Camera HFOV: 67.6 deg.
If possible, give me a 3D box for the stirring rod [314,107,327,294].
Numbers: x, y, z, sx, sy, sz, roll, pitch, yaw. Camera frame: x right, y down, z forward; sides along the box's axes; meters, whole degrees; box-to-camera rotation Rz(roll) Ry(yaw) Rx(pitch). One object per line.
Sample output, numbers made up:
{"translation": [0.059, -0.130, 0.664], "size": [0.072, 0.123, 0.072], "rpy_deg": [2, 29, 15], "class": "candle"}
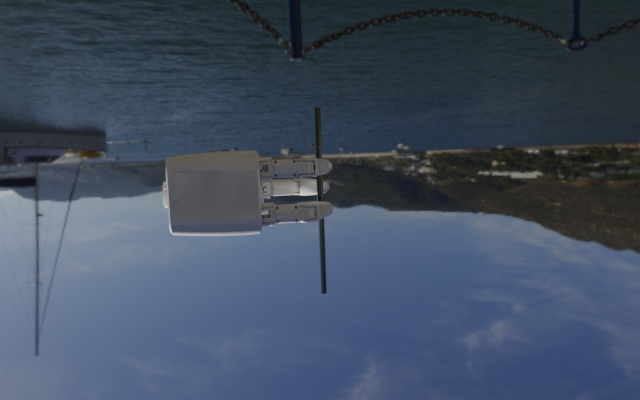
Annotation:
{"translation": [0.000, 0.002, 0.617], "size": [0.011, 0.239, 0.011], "rpy_deg": [-2, 6, 0], "class": "stirring rod"}
